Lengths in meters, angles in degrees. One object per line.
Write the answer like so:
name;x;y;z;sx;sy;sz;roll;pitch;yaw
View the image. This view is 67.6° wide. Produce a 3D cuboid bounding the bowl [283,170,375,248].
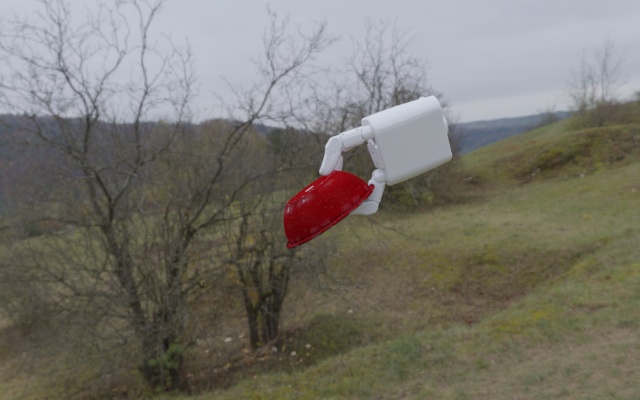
bowl;-0.001;0.003;0.715;0.162;0.055;0.162;-35;7;5
